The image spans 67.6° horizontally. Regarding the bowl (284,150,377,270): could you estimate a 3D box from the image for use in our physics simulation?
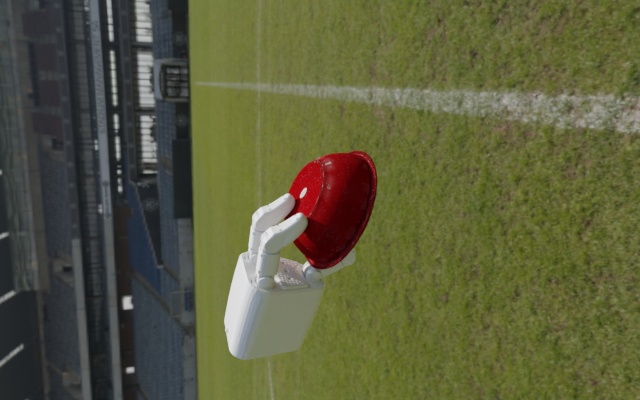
[{"bbox_3d":[0.000,0.001,0.602,0.055,0.162,0.162,23,-11,-26],"label":"bowl"}]
